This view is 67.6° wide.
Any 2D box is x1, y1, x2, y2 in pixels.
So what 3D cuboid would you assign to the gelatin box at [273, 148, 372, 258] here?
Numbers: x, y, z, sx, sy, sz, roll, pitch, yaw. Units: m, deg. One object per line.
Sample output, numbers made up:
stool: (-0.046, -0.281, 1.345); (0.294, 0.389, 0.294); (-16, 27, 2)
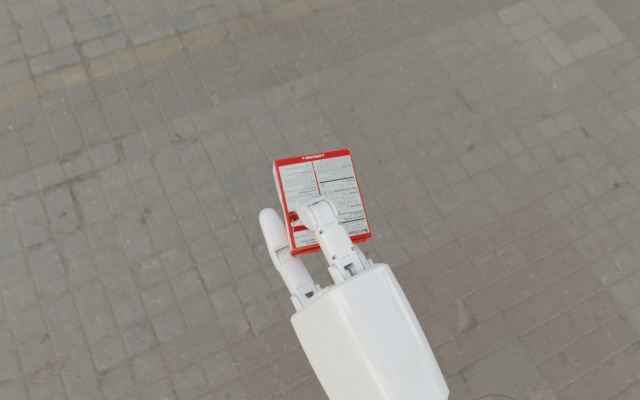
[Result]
gelatin box: (0.000, 0.001, 0.442); (0.073, 0.089, 0.030); (-11, -13, -11)
